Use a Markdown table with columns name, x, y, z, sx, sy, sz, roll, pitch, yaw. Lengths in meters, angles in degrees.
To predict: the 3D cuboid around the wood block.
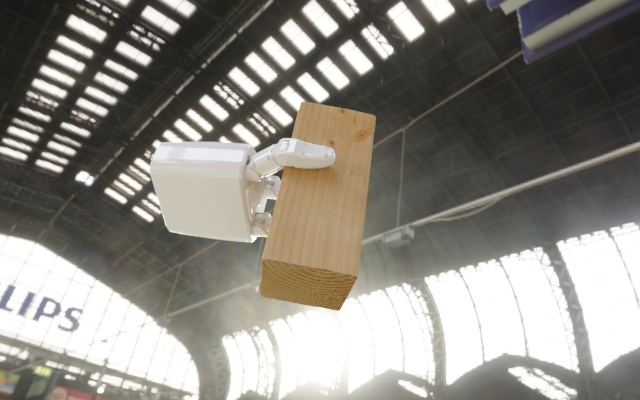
| name | x | y | z | sx | sy | sz | roll | pitch | yaw |
| --- | --- | --- | --- | --- | --- | --- | --- | --- | --- |
| wood block | 0.000 | 0.001 | 0.522 | 0.090 | 0.206 | 0.091 | 11 | -34 | -2 |
